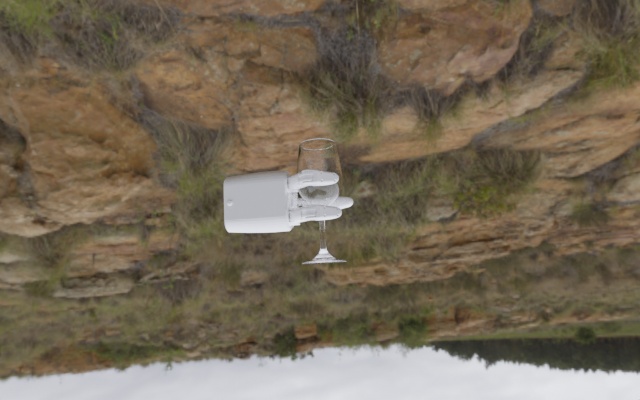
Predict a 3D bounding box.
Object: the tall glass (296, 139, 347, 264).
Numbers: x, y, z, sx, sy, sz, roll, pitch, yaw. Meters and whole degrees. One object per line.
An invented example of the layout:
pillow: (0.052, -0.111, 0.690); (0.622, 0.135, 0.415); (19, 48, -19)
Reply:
tall glass: (0.000, 0.003, 0.789); (0.079, 0.201, 0.079); (-3, -9, 0)
